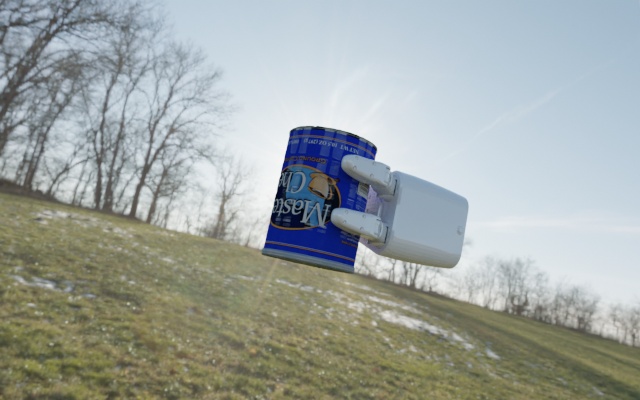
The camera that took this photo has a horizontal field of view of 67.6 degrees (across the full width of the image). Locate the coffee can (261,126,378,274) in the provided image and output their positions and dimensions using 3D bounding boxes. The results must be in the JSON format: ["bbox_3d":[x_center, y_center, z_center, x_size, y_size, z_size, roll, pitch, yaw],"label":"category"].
[{"bbox_3d":[0.000,0.002,0.527,0.103,0.140,0.103,12,-9,2],"label":"coffee can"}]
